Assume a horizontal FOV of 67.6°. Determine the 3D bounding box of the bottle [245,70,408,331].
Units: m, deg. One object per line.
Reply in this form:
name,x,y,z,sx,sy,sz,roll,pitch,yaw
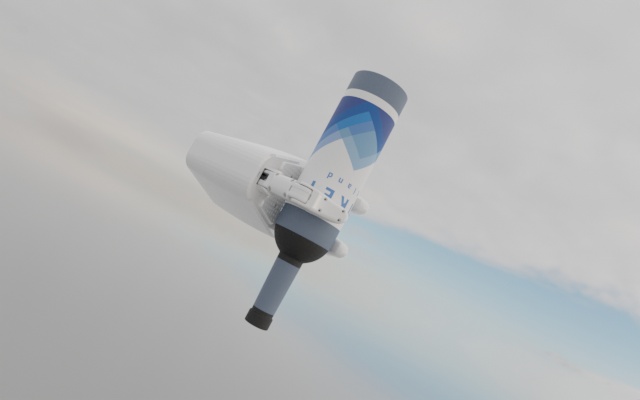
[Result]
bottle,0.000,0.002,0.520,0.069,0.295,0.069,27,-7,4
